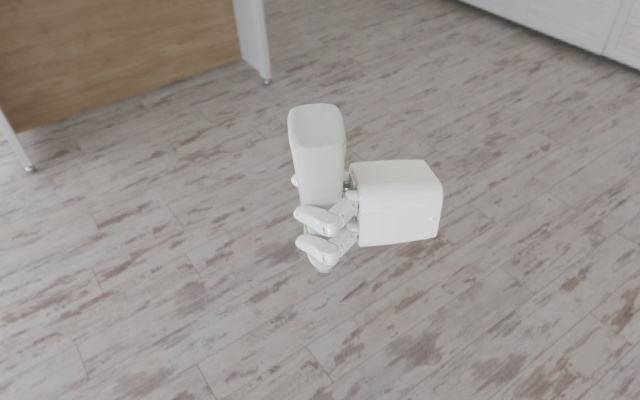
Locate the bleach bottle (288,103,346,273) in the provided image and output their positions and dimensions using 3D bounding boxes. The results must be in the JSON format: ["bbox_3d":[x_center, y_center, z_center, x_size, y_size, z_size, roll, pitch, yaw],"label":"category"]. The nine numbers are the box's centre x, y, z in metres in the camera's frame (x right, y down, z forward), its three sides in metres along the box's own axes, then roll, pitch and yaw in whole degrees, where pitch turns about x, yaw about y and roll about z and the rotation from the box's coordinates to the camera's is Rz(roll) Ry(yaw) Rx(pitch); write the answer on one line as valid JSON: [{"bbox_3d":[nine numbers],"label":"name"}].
[{"bbox_3d":[0.000,0.002,0.650,0.068,0.251,0.102,-5,43,-2],"label":"bleach bottle"}]
